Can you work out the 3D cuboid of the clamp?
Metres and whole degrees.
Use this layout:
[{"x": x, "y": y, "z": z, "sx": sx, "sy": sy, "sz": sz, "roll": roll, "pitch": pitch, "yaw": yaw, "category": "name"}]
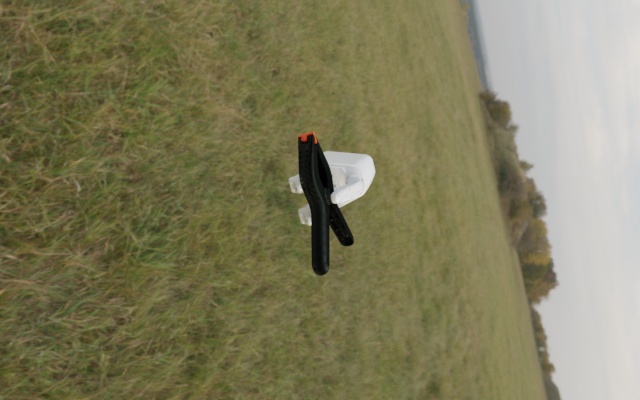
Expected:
[{"x": 0.001, "y": 0.002, "z": 0.731, "sx": 0.036, "sy": 0.210, "sz": 0.164, "roll": -11, "pitch": 14, "yaw": 19, "category": "clamp"}]
